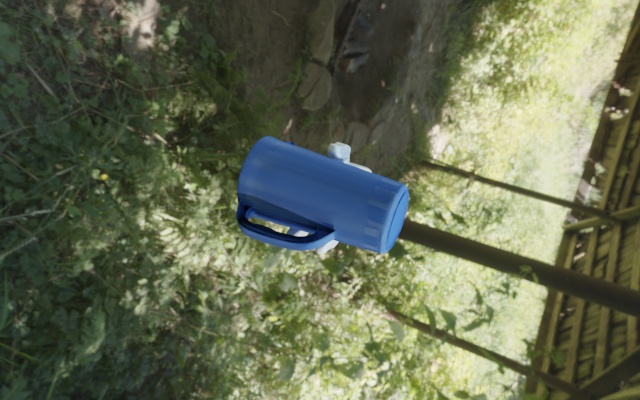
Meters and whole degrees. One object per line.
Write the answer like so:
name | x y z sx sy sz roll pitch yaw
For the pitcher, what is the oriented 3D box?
pitcher | 0.000 0.002 0.728 0.243 0.149 0.145 18 9 19
